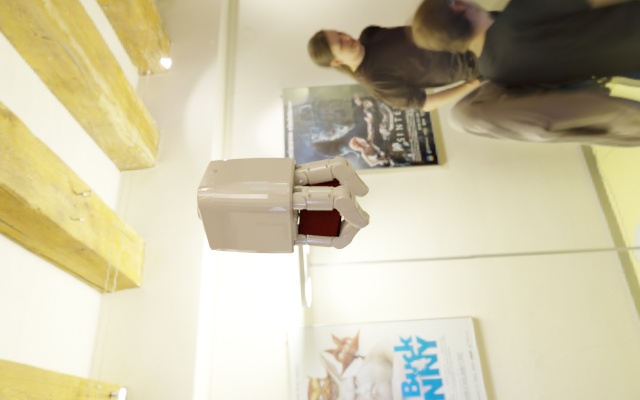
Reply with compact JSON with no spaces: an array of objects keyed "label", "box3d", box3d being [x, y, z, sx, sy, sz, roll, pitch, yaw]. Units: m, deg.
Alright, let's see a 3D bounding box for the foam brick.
[{"label":"foam brick","box3d":[0.000,0.002,0.598,0.051,0.053,0.078,4,30,-2]}]
